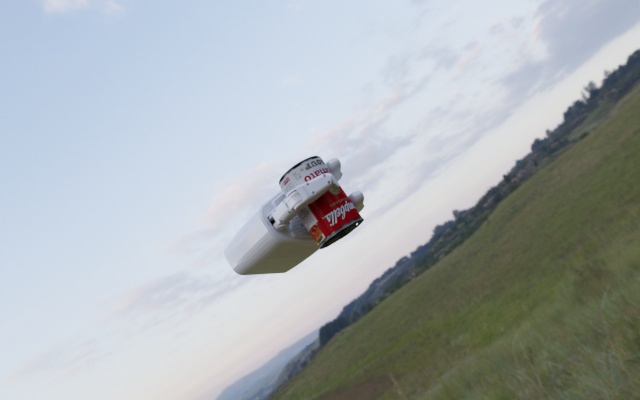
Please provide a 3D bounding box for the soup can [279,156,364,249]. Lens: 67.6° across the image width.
[{"bbox_3d":[0.000,0.002,0.617,0.068,0.102,0.068,-32,-13,-8],"label":"soup can"}]
